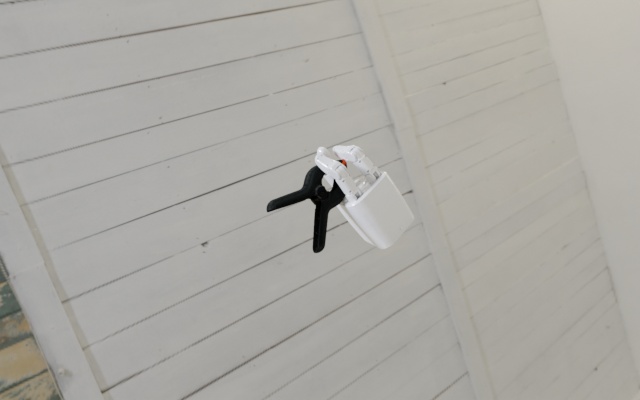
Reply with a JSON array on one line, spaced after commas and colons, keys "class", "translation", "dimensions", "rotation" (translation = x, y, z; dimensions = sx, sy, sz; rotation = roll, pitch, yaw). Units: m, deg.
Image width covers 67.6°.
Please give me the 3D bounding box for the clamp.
[{"class": "clamp", "translation": [0.000, 0.003, 0.821], "dimensions": [0.171, 0.120, 0.039], "rotation": [-44, 17, -25]}]
